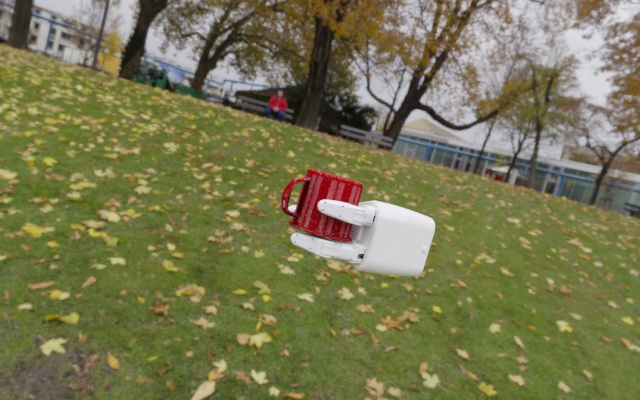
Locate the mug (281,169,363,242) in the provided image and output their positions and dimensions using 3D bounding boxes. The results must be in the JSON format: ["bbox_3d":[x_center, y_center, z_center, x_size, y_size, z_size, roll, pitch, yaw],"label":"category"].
[{"bbox_3d":[-0.001,0.002,0.653,0.117,0.081,0.093,14,4,-30],"label":"mug"}]
